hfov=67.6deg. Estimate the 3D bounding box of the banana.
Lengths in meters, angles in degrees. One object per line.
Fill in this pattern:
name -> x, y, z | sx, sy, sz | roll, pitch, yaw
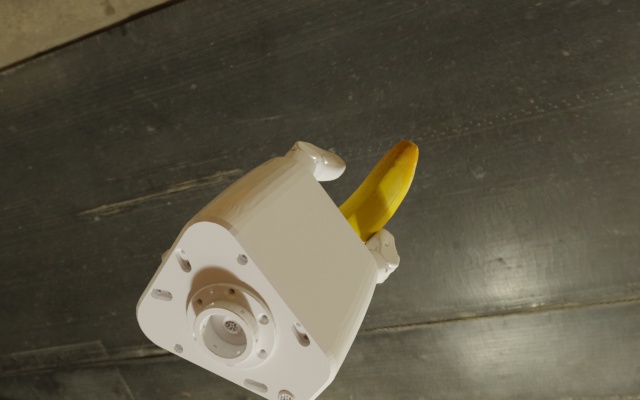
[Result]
banana -> 0.006, 0.019, 0.417 | 0.198, 0.069, 0.037 | -25, 5, 25
